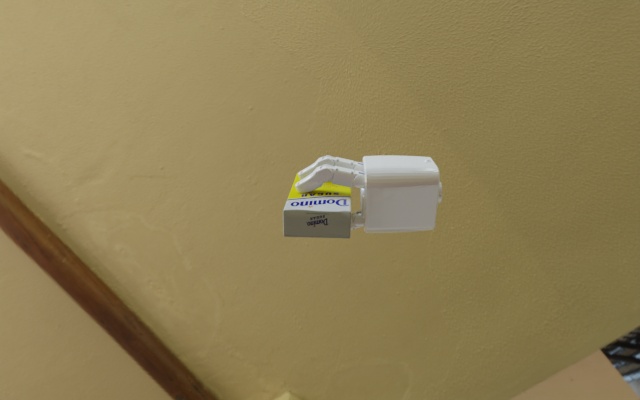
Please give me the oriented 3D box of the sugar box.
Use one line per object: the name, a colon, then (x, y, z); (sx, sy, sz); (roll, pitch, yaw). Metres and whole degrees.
sugar box: (0.000, 0.002, 0.715); (0.093, 0.048, 0.176); (1, 17, 2)
